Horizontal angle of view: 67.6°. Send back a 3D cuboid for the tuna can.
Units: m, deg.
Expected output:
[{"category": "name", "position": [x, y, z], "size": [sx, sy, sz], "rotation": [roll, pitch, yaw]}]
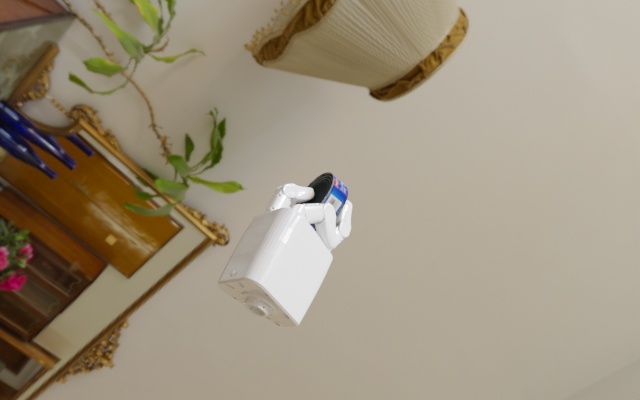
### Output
[{"category": "tuna can", "position": [0.001, 0.003, 0.701], "size": [0.034, 0.086, 0.086], "rotation": [39, -17, -22]}]
